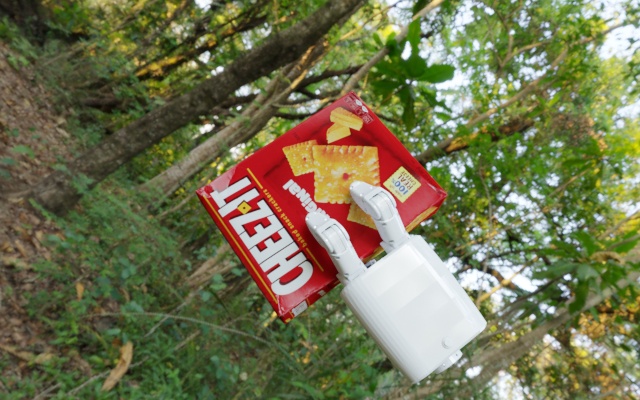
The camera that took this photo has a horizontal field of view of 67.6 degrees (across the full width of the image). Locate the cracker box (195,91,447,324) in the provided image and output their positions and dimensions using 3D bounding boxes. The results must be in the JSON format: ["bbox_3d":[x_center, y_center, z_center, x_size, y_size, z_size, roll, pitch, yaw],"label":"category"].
[{"bbox_3d":[0.000,0.002,0.522,0.213,0.164,0.072,-34,-17,-11],"label":"cracker box"}]
